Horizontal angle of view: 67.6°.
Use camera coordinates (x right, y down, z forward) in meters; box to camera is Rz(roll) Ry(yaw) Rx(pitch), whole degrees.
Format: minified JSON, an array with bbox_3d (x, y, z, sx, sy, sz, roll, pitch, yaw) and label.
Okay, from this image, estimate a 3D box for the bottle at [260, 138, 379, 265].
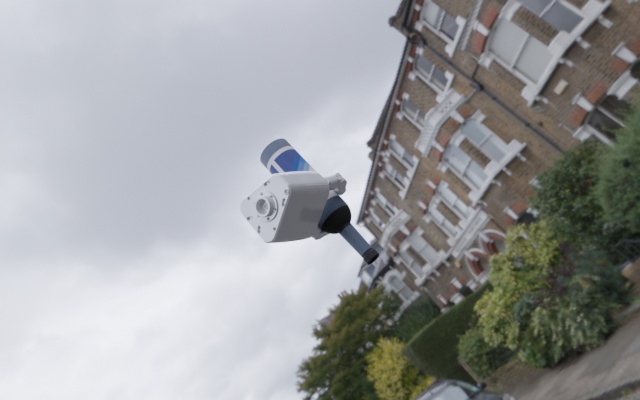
[{"bbox_3d":[0.000,0.003,0.882,0.295,0.069,0.069,47,23,23],"label":"bottle"}]
